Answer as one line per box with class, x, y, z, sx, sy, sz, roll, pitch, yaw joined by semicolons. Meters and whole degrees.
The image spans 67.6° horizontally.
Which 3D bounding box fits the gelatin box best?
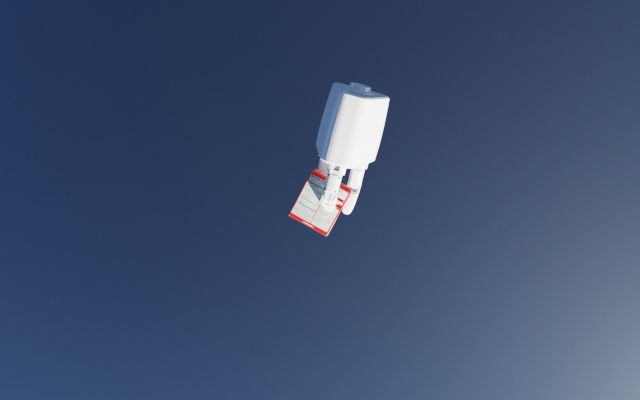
gelatin box;0.000;0.003;0.789;0.073;0.089;0.030;29;17;1
